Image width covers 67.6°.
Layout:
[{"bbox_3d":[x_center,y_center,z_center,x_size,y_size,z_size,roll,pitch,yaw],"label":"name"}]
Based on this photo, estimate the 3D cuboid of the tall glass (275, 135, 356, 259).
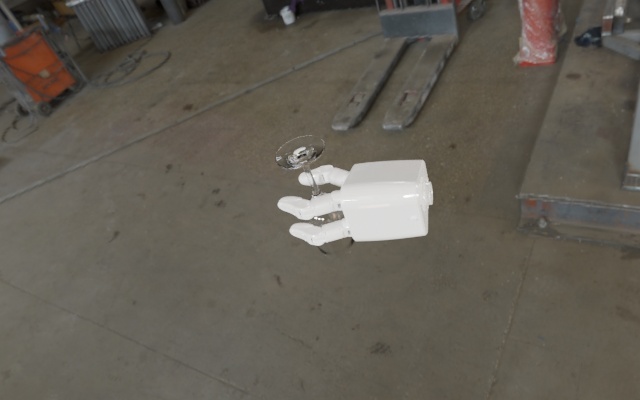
[{"bbox_3d":[0.000,0.002,0.734,0.079,0.201,0.079,-13,40,11],"label":"tall glass"}]
